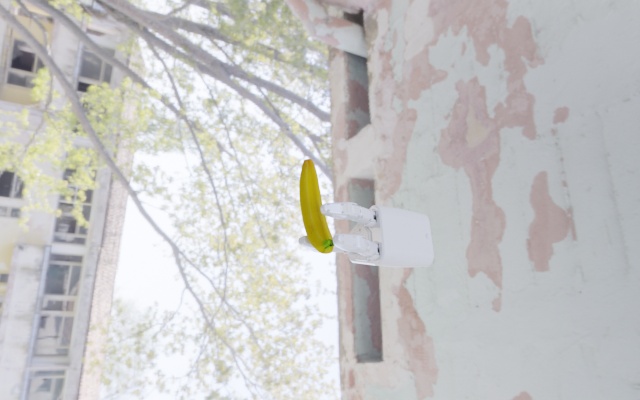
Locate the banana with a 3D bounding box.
[{"bbox_3d":[-0.006,0.018,0.777,0.037,0.070,0.197,7,42,-25],"label":"banana"}]
